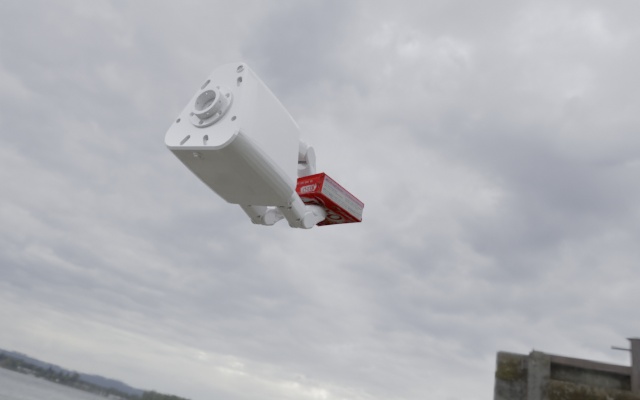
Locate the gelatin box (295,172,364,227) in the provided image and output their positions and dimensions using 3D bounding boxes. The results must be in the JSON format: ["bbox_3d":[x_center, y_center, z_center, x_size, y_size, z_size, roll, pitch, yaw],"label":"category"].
[{"bbox_3d":[0.000,0.002,0.601,0.073,0.030,0.089,-8,-31,40],"label":"gelatin box"}]
